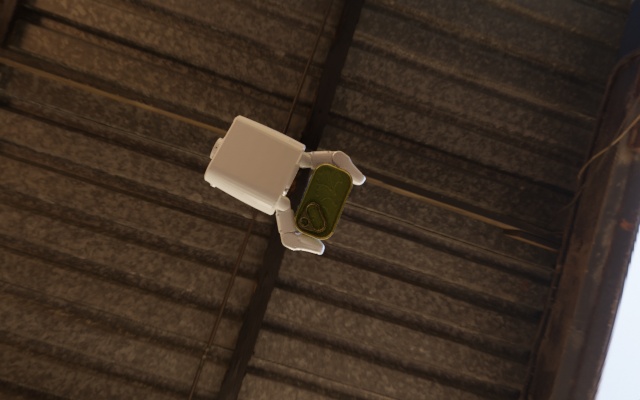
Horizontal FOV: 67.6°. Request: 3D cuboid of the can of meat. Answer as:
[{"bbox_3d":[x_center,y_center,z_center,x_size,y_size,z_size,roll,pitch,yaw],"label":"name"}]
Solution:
[{"bbox_3d":[0.000,0.002,0.686,0.057,0.102,0.084,22,-4,-5],"label":"can of meat"}]
